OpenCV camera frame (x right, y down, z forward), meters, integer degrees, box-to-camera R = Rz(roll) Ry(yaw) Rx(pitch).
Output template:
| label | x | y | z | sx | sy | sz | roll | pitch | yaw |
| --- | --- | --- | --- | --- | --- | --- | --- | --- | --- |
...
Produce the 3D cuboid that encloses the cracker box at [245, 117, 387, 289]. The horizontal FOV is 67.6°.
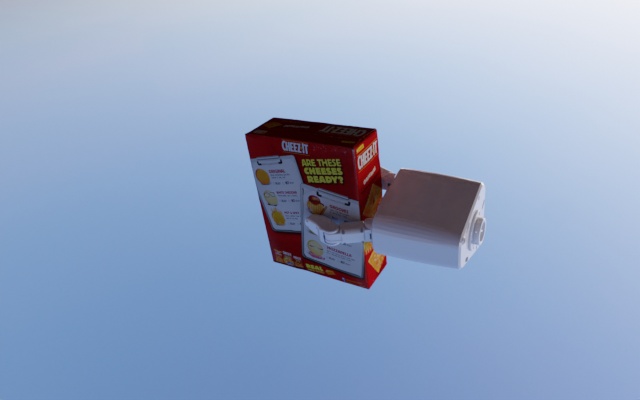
| label | x | y | z | sx | sy | sz | roll | pitch | yaw |
| --- | --- | --- | --- | --- | --- | --- | --- | --- | --- |
| cracker box | 0.000 | 0.002 | 0.650 | 0.164 | 0.214 | 0.072 | 12 | 36 | 30 |
